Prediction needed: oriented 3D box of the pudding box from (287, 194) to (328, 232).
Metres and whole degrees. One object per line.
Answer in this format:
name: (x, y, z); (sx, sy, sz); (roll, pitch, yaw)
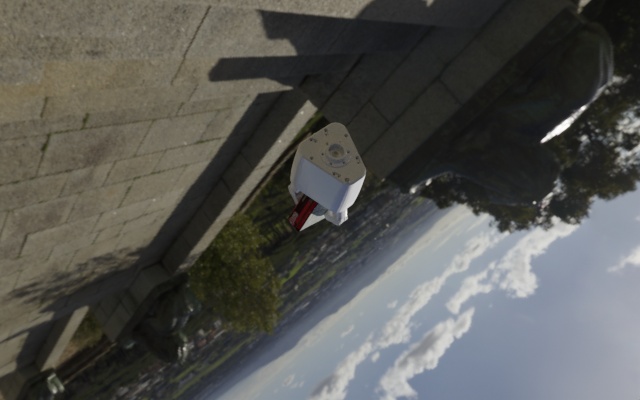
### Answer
pudding box: (0.000, 0.003, 0.893); (0.113, 0.039, 0.090); (-23, -24, -47)
